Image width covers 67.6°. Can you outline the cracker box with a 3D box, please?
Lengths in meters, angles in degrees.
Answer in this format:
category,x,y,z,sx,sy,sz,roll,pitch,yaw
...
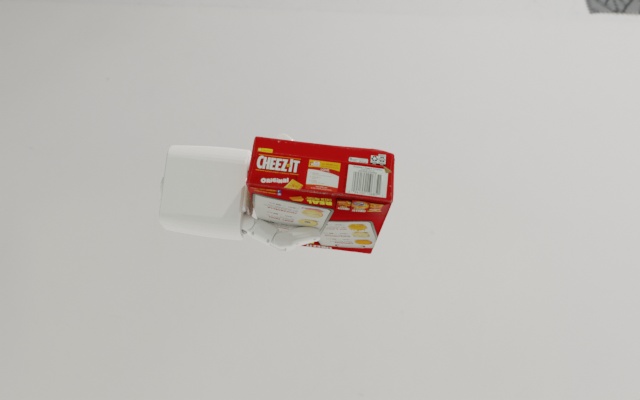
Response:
category,x,y,z,sx,sy,sz,roll,pitch,yaw
cracker box,0.000,0.002,0.625,0.164,0.072,0.214,7,-21,2
